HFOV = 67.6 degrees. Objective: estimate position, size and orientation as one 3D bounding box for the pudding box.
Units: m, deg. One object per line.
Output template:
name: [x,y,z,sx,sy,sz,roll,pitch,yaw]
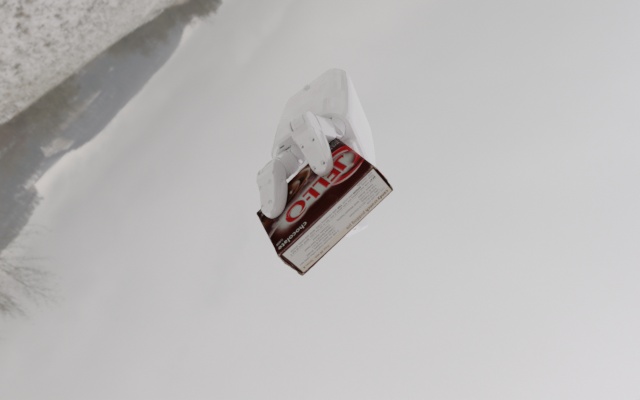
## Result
pudding box: [0.000,0.002,0.440,0.039,0.113,0.090,43,3,-29]
